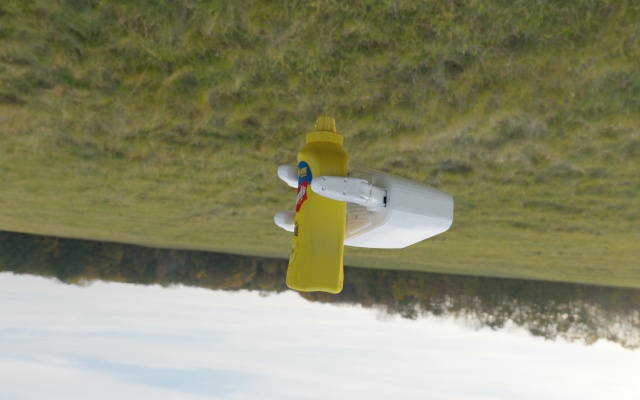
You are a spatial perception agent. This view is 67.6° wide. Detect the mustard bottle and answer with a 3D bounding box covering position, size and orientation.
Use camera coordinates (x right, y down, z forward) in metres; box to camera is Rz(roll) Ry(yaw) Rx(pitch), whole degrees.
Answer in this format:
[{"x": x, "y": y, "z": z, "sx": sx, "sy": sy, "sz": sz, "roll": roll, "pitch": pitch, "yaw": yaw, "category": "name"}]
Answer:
[{"x": 0.000, "y": 0.002, "z": 0.523, "sx": 0.058, "sy": 0.191, "sz": 0.096, "roll": 6, "pitch": -8, "yaw": -10, "category": "mustard bottle"}]
